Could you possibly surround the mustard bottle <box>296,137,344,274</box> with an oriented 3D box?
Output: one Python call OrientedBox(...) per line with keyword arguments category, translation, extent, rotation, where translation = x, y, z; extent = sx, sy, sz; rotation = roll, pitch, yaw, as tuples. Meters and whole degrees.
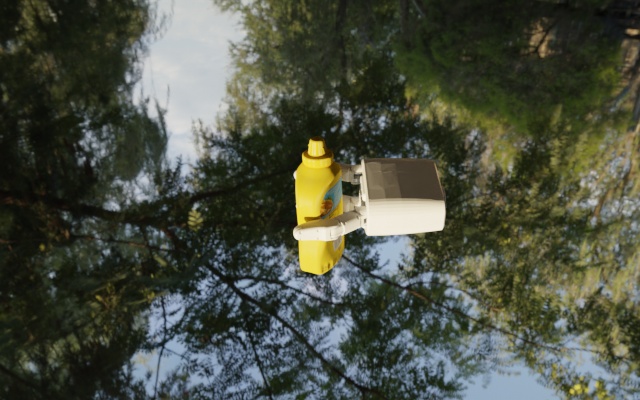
OrientedBox(category="mustard bottle", translation=(0.000, 0.002, 0.668), extent=(0.058, 0.192, 0.096), rotation=(12, 34, 22))
